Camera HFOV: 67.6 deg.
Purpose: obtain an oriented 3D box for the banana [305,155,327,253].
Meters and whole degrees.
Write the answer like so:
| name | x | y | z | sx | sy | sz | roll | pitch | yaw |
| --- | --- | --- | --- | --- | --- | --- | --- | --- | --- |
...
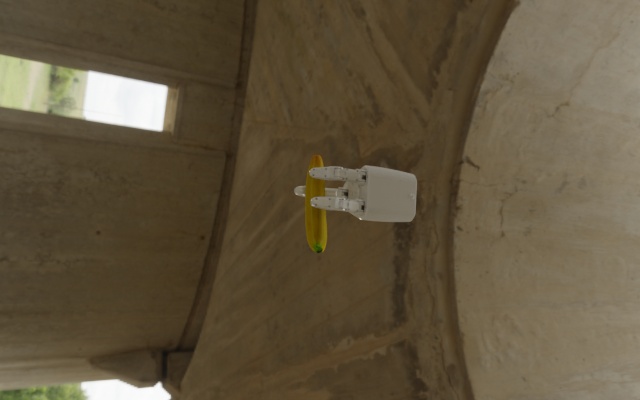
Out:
| name | x | y | z | sx | sy | sz | roll | pitch | yaw |
| --- | --- | --- | --- | --- | --- | --- | --- | --- | --- |
| banana | -0.005 | 0.015 | 0.865 | 0.037 | 0.197 | 0.070 | 6 | -30 | -17 |
